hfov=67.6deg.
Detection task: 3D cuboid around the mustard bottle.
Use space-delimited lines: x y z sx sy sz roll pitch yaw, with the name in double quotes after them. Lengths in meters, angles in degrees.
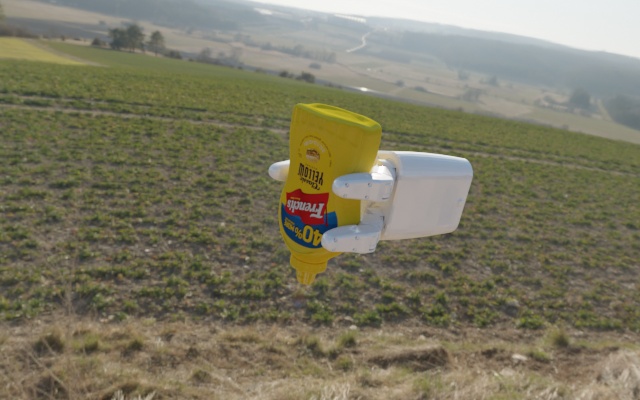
0.000 0.001 0.500 0.096 0.192 0.058 25 25 34 "mustard bottle"
